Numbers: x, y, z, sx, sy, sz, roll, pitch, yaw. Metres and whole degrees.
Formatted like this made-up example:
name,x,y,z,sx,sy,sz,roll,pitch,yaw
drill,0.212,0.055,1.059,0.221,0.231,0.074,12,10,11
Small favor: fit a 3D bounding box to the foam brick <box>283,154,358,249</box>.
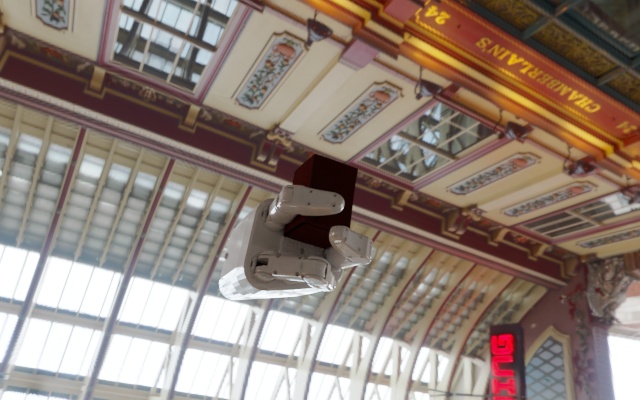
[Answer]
name,x,y,z,sx,sy,sz,roll,pitch,yaw
foam brick,0.000,0.001,0.491,0.053,0.078,0.051,19,-26,-21
